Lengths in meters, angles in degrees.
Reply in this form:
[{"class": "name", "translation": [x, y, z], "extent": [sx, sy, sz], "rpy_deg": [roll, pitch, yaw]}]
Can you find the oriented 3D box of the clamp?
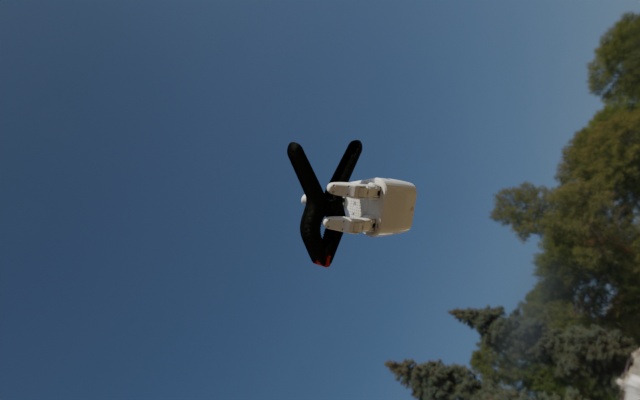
[{"class": "clamp", "translation": [0.000, 0.003, 0.751], "extent": [0.036, 0.210, 0.164], "rpy_deg": [13, 8, 41]}]
